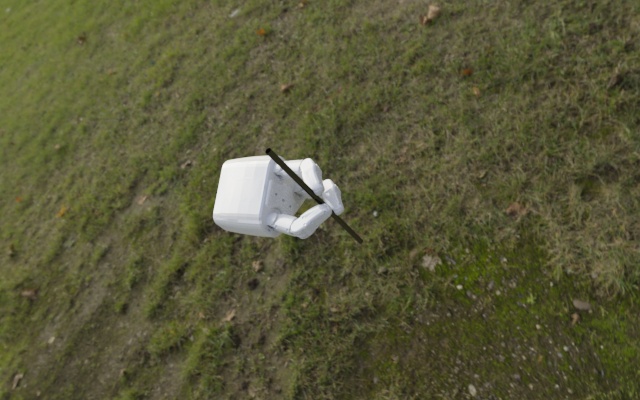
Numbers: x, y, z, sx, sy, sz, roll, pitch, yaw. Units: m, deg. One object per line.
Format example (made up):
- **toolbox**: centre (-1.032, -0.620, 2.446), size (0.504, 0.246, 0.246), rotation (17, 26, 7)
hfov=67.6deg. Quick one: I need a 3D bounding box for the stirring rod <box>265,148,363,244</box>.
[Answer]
- **stirring rod**: centre (0.000, 0.002, 0.641), size (0.011, 0.011, 0.240), rotation (0, -30, 36)
